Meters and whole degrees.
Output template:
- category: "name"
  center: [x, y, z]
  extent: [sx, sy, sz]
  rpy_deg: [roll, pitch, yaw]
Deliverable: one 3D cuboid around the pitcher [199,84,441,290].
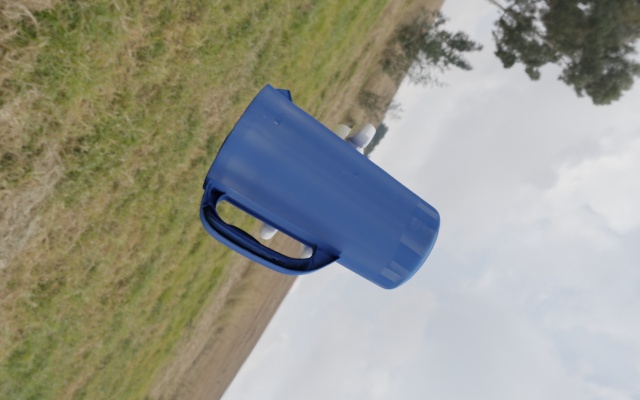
- category: "pitcher"
  center: [0.000, 0.002, 0.521]
  extent: [0.243, 0.149, 0.145]
  rpy_deg: [33, 18, -6]
